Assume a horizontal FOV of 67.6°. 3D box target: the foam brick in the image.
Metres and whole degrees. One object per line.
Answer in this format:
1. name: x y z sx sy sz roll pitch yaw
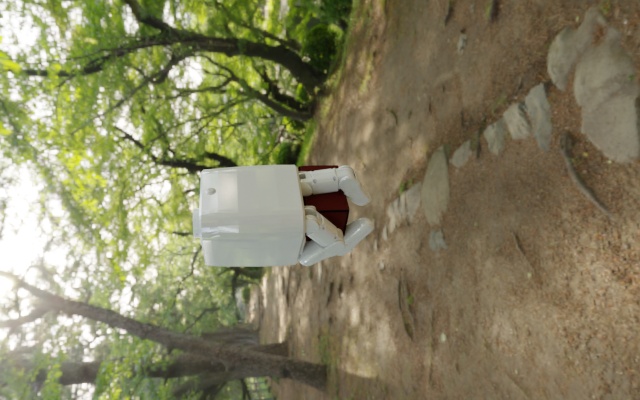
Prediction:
1. foam brick: 0.000 0.002 0.568 0.051 0.078 0.053 -2 -44 -10
